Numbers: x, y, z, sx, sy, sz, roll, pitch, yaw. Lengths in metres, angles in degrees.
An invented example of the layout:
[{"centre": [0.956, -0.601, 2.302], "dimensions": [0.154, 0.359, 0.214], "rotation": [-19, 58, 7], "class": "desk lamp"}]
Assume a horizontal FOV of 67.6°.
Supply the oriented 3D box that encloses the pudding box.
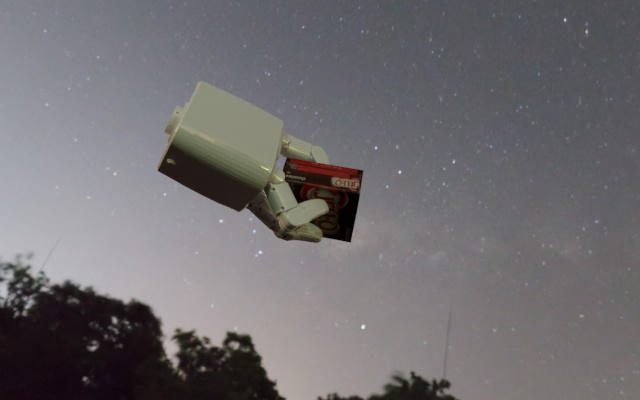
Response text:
[{"centre": [0.000, 0.002, 0.567], "dimensions": [0.090, 0.039, 0.114], "rotation": [11, -31, 5], "class": "pudding box"}]
